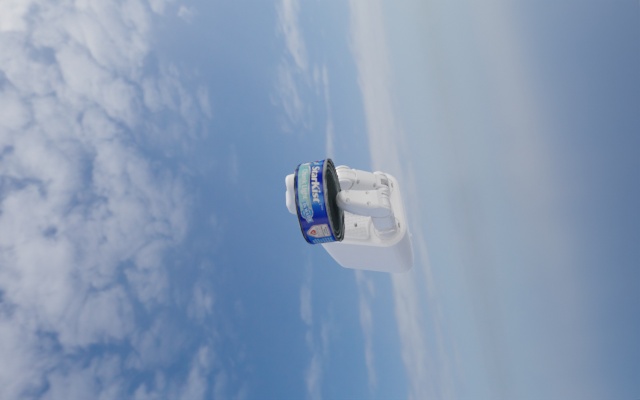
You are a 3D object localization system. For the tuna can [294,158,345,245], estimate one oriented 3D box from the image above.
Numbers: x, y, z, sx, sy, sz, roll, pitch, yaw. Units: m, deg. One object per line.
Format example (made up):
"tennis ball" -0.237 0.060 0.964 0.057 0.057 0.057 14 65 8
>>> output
"tuna can" -0.001 0.002 0.488 0.034 0.086 0.086 -8 -2 12
